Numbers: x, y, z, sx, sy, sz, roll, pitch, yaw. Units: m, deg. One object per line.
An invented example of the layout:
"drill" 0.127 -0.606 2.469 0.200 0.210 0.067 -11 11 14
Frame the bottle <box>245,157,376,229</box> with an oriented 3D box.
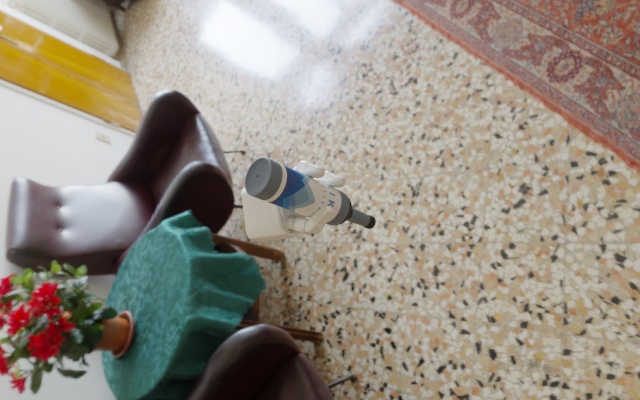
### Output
"bottle" 0.000 0.003 0.858 0.069 0.069 0.296 0 -17 45
